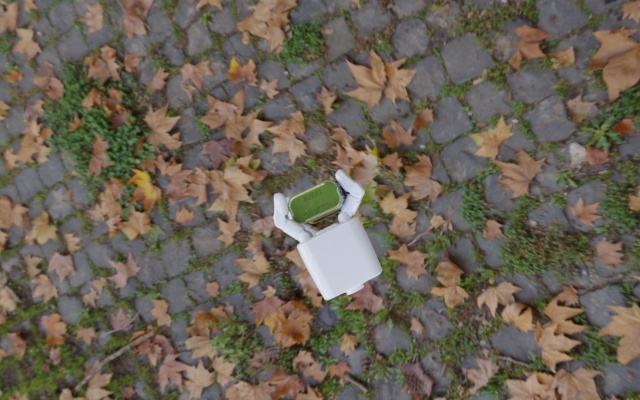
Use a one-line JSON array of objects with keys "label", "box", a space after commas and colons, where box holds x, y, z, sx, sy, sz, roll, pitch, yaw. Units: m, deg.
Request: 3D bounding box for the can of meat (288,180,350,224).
[{"label": "can of meat", "box": [0.000, 0.003, 0.847, 0.102, 0.057, 0.084, -25, -5, 14]}]
